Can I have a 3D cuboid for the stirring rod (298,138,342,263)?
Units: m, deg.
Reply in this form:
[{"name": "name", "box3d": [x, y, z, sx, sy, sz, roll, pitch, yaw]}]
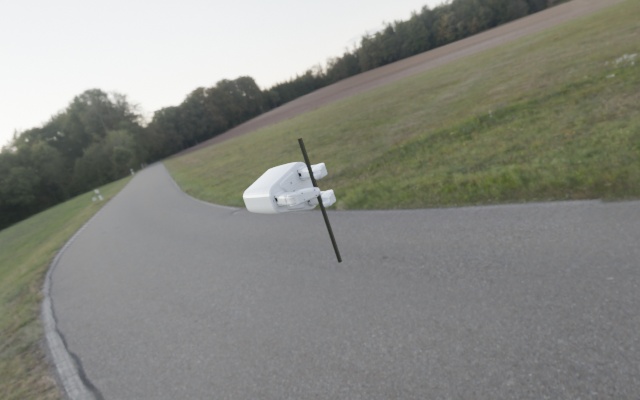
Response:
[{"name": "stirring rod", "box3d": [0.000, 0.003, 0.868, 0.011, 0.239, 0.011, -17, 12, 4]}]
